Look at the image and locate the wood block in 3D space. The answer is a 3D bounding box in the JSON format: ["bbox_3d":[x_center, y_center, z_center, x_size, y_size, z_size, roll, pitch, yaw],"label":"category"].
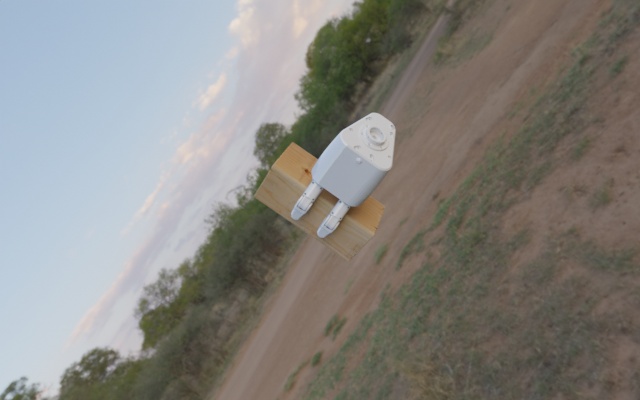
[{"bbox_3d":[0.000,0.002,0.854,0.206,0.090,0.090,35,40,-3],"label":"wood block"}]
